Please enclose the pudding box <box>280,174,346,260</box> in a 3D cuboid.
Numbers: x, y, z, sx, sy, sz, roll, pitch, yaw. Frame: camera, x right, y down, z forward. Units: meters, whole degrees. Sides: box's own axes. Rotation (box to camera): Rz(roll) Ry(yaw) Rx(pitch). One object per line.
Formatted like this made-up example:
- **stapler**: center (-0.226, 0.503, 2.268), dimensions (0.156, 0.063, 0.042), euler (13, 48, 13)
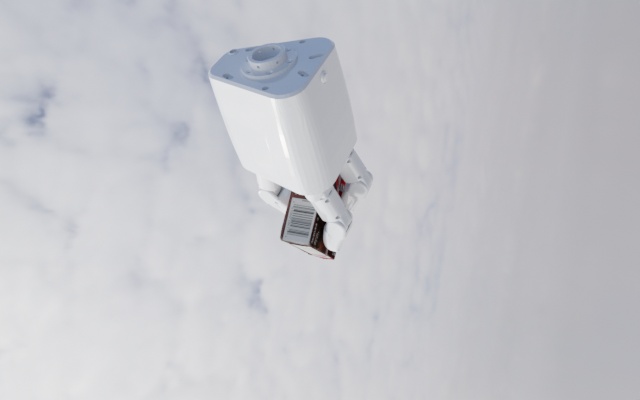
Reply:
- **pudding box**: center (0.000, 0.002, 0.525), dimensions (0.039, 0.113, 0.090), euler (11, -11, 22)
